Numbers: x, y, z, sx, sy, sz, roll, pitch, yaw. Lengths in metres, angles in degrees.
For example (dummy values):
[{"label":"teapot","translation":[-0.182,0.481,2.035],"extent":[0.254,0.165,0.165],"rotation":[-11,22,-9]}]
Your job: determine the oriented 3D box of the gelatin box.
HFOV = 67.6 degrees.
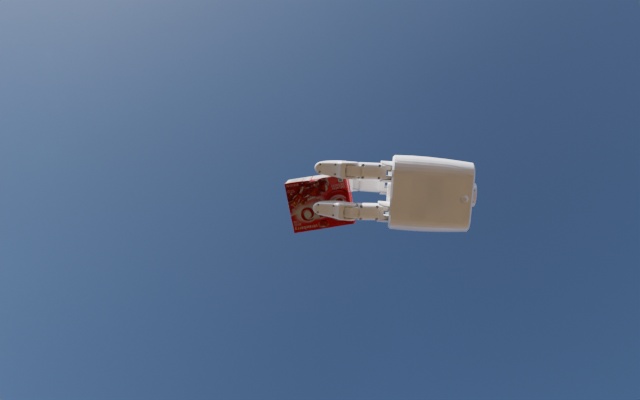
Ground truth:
[{"label":"gelatin box","translation":[0.000,0.002,0.671],"extent":[0.089,0.073,0.030],"rotation":[-9,12,10]}]
